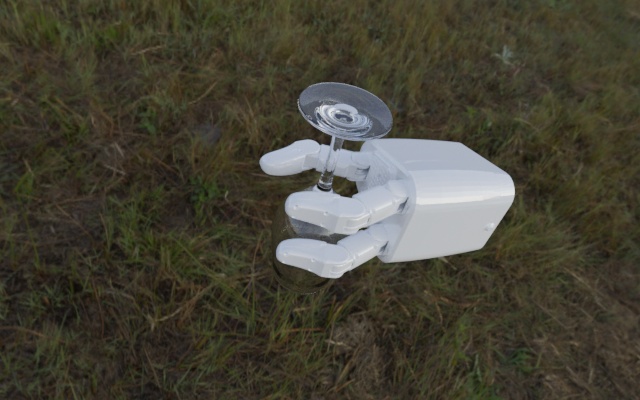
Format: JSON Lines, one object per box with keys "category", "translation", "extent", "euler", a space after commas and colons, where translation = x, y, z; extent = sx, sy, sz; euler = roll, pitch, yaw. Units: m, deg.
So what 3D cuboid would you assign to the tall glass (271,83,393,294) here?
{"category": "tall glass", "translation": [0.000, 0.001, 0.428], "extent": [0.079, 0.201, 0.079], "euler": [9, 43, -8]}
